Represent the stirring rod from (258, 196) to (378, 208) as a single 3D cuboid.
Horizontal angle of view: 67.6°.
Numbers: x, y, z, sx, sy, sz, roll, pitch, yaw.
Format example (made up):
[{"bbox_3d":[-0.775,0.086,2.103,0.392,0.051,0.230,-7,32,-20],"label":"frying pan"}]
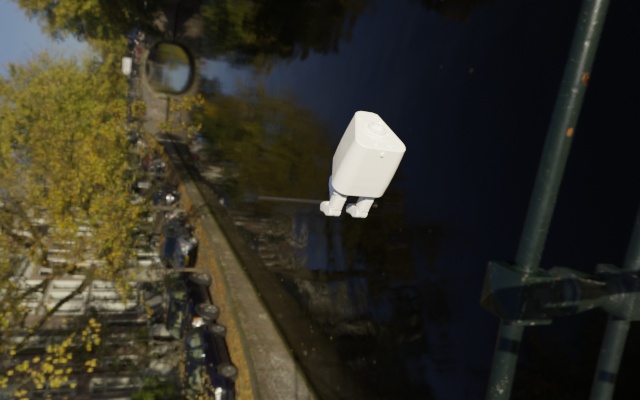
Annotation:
[{"bbox_3d":[0.000,0.003,0.900,0.239,0.011,0.011,4,-2,-23],"label":"stirring rod"}]
